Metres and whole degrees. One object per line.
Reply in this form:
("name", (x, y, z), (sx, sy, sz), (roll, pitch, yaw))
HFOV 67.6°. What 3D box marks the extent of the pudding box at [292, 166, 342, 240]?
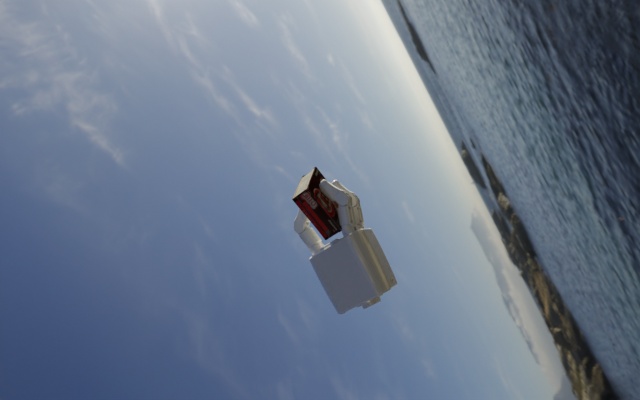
("pudding box", (0.000, 0.003, 0.799), (0.039, 0.090, 0.113), (-34, 15, 15))
